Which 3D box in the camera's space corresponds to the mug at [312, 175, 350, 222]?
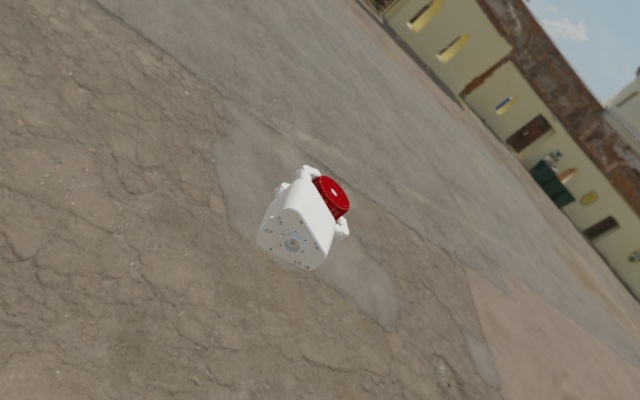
[{"bbox_3d":[0.001,0.002,0.882,0.081,0.093,0.117,-40,17,24],"label":"mug"}]
